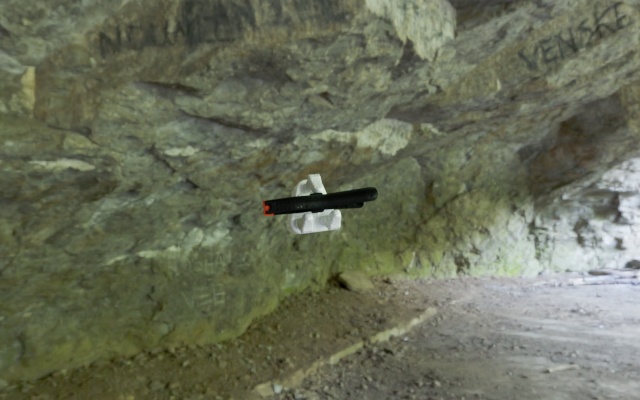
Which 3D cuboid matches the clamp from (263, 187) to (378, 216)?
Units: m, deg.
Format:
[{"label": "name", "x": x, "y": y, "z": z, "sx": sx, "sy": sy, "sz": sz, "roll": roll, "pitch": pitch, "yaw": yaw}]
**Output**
[{"label": "clamp", "x": -0.001, "y": 0.002, "z": 0.886, "sx": 0.210, "sy": 0.036, "sz": 0.164, "roll": -5, "pitch": -7, "yaw": -11}]
